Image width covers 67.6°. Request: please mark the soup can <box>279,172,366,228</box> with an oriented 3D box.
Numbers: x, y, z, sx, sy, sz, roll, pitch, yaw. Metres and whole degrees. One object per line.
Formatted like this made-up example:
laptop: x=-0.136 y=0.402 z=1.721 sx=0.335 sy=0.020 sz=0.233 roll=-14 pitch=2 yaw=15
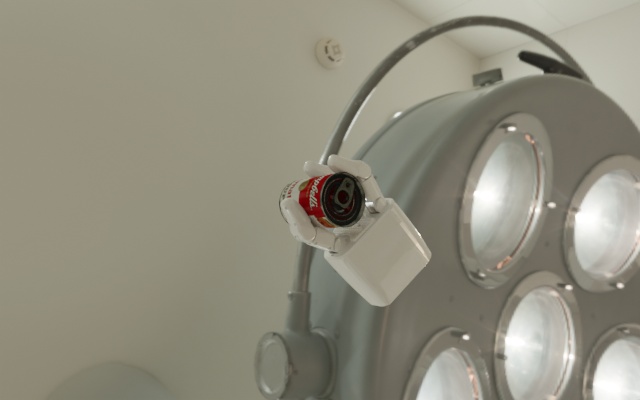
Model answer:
soup can: x=0.000 y=0.002 z=0.616 sx=0.068 sy=0.068 sz=0.102 roll=0 pitch=-4 yaw=-35
